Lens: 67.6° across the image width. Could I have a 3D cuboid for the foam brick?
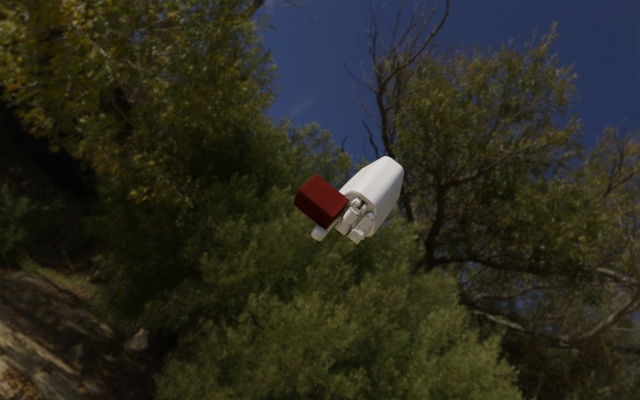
[{"bbox_3d":[0.000,0.003,0.837,0.078,0.051,0.053,39,-29,6],"label":"foam brick"}]
